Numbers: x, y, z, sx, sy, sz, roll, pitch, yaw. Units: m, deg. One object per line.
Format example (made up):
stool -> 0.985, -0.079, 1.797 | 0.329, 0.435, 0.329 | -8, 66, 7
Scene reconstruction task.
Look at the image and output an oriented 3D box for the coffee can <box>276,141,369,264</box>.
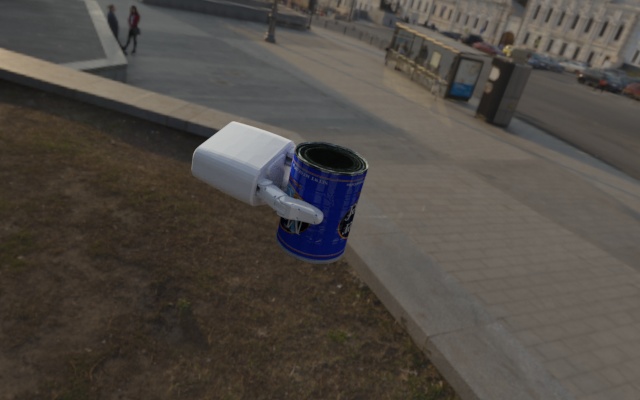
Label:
coffee can -> 0.000, 0.002, 0.665 | 0.103, 0.140, 0.102 | 11, 26, -6
